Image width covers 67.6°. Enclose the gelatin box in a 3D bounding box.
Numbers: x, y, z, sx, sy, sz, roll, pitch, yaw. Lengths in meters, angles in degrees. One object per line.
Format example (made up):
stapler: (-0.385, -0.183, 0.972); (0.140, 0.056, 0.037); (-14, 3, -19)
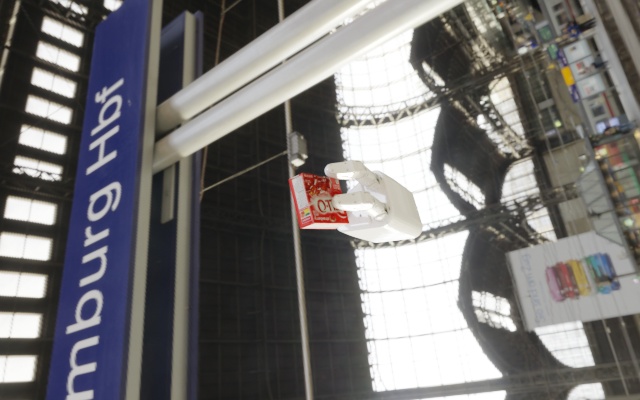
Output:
gelatin box: (0.000, 0.002, 0.684); (0.030, 0.073, 0.089); (-23, -17, 34)
